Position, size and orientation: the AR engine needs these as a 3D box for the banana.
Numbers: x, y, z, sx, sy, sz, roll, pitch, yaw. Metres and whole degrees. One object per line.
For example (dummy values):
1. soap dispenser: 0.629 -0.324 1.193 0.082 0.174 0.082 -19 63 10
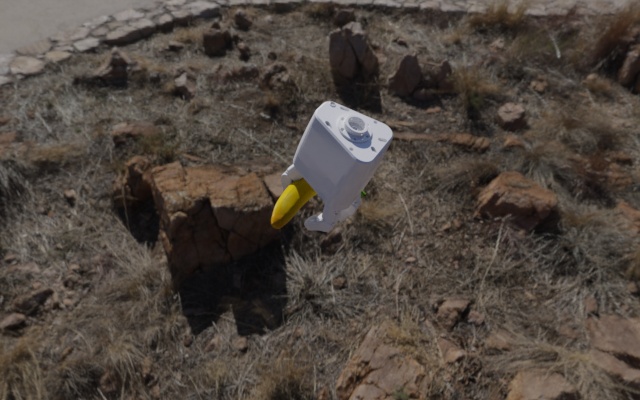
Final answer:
1. banana: -0.005 -0.015 0.762 0.198 0.069 0.037 -19 -9 -36
